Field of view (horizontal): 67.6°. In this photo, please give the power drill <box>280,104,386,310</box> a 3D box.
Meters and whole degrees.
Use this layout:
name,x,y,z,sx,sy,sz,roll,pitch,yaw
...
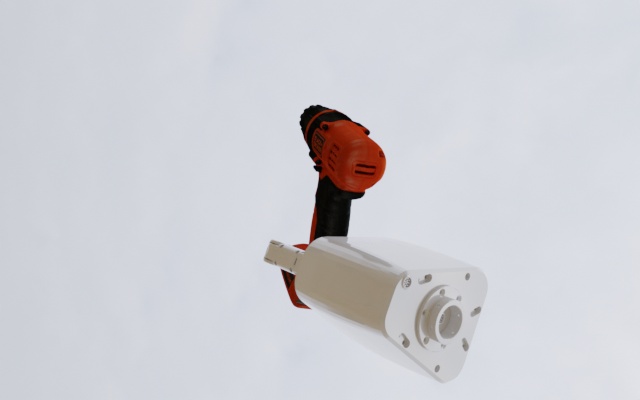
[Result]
name,x,y,z,sx,sy,sz,roll,pitch,yaw
power drill,0.000,0.002,0.494,0.057,0.188,0.184,4,21,-16
